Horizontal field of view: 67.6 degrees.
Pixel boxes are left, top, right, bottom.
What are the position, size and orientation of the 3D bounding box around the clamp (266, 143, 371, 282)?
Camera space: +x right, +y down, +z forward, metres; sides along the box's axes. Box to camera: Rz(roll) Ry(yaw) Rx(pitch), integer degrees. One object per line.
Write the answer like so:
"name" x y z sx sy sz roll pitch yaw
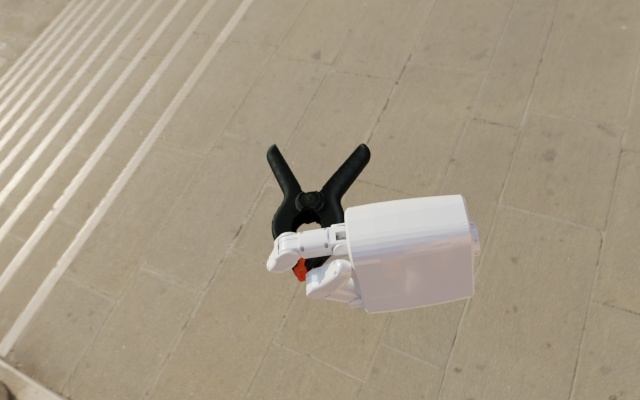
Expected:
"clamp" 0.000 0.002 0.516 0.120 0.171 0.039 -10 -31 10
